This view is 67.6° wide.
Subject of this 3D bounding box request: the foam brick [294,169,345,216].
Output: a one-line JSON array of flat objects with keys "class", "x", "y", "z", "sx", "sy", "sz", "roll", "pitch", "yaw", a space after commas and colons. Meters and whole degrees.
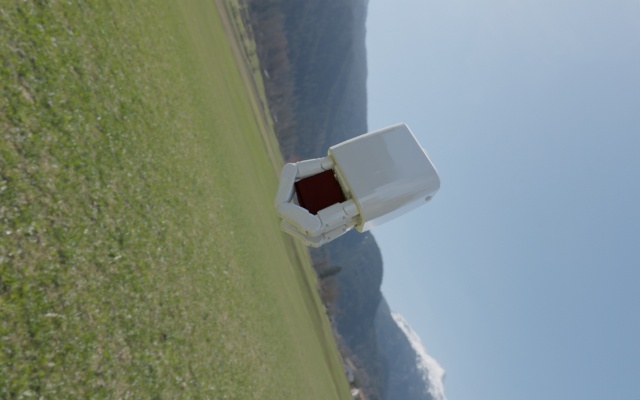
[{"class": "foam brick", "x": 0.000, "y": 0.002, "z": 0.623, "sx": 0.051, "sy": 0.053, "sz": 0.078, "roll": -21, "pitch": -15, "yaw": -5}]
